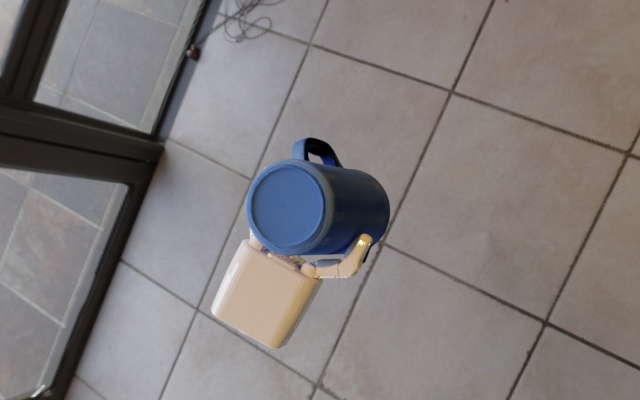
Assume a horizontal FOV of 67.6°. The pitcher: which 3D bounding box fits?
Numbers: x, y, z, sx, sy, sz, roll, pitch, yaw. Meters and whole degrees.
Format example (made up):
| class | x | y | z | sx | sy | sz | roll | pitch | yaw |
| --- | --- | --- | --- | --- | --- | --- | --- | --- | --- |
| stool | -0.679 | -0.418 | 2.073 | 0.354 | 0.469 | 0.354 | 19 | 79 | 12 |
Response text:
| class | x | y | z | sx | sy | sz | roll | pitch | yaw |
| --- | --- | --- | --- | --- | --- | --- | --- | --- | --- |
| pitcher | 0.000 | 0.002 | 0.633 | 0.149 | 0.145 | 0.243 | 30 | 7 | 19 |
